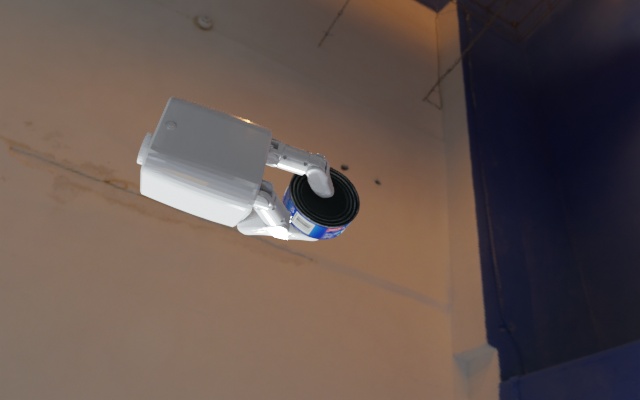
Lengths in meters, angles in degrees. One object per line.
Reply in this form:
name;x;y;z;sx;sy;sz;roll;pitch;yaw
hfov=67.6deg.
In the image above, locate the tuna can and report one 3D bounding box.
tuna can;0.000;0.002;0.555;0.086;0.086;0.034;0;-33;-25
